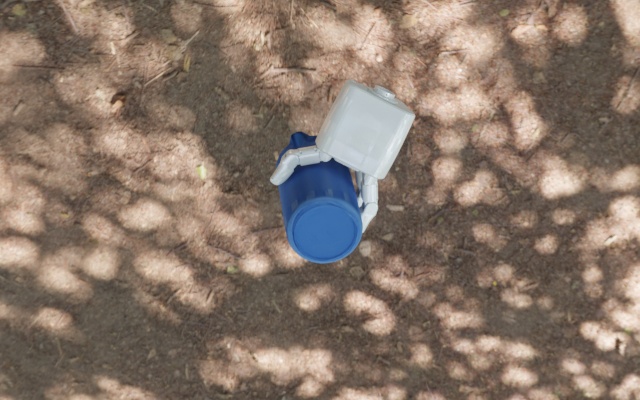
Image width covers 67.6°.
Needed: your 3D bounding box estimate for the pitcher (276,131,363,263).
[{"bbox_3d":[0.000,0.002,0.768,0.149,0.145,0.242,22,22,-15],"label":"pitcher"}]
